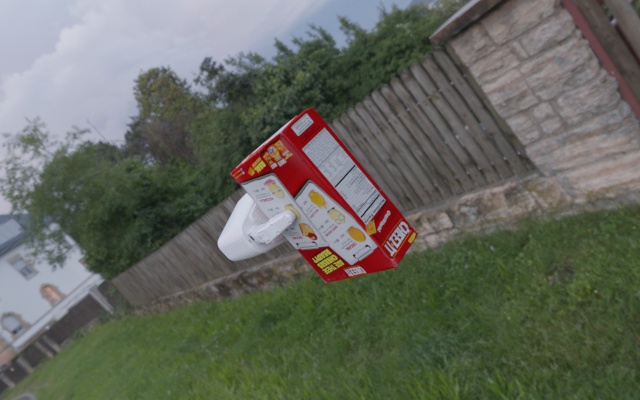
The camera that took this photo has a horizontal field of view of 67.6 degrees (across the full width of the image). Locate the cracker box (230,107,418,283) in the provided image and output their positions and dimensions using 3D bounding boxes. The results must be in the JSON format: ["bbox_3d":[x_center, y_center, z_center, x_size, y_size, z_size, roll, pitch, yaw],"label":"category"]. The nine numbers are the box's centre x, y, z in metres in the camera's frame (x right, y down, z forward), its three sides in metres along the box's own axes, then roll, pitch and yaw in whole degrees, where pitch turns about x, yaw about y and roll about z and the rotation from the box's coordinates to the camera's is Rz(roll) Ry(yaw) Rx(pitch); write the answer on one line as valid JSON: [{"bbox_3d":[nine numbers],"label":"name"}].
[{"bbox_3d":[0.000,0.002,0.633,0.072,0.214,0.164,-48,12,-33],"label":"cracker box"}]
